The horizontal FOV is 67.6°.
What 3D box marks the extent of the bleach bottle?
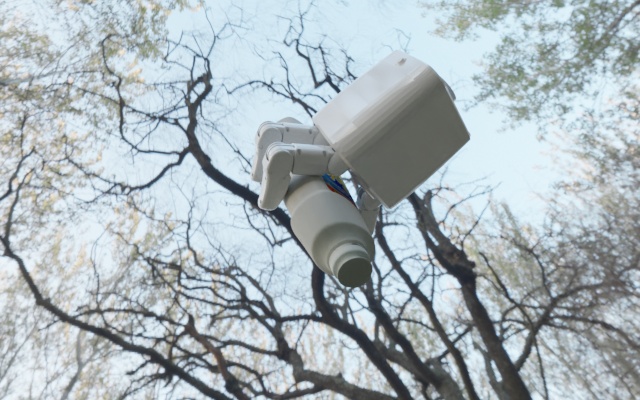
[{"bbox_3d":[0.000,0.001,0.467,0.103,0.068,0.250,45,9,-31],"label":"bleach bottle"}]
